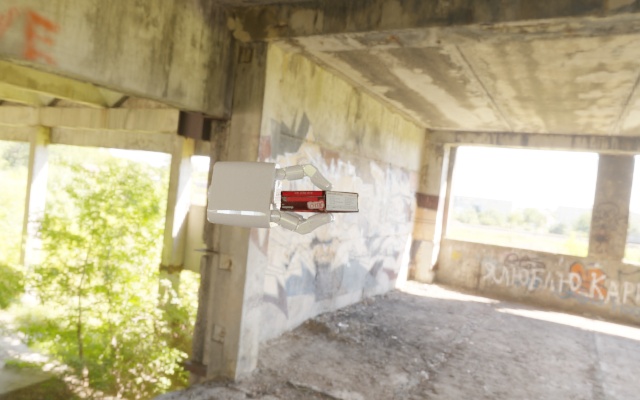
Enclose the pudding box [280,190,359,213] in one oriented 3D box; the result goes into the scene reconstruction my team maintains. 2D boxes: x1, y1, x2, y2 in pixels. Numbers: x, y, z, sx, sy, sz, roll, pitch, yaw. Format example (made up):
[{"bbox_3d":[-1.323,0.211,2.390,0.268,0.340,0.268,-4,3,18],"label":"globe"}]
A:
[{"bbox_3d":[0.000,0.002,0.799,0.090,0.039,0.113,1,1,33],"label":"pudding box"}]
